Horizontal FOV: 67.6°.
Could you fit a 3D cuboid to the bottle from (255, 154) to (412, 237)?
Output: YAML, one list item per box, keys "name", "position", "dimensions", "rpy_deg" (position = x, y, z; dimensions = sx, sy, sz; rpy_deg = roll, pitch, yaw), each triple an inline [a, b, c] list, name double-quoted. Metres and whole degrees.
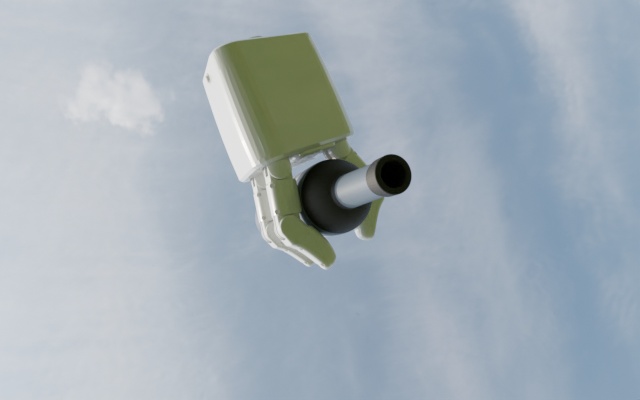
- name: "bottle"
  position: [0.000, 0.002, 0.451]
  dimensions: [0.069, 0.069, 0.296]
  rpy_deg: [0, -7, -19]
